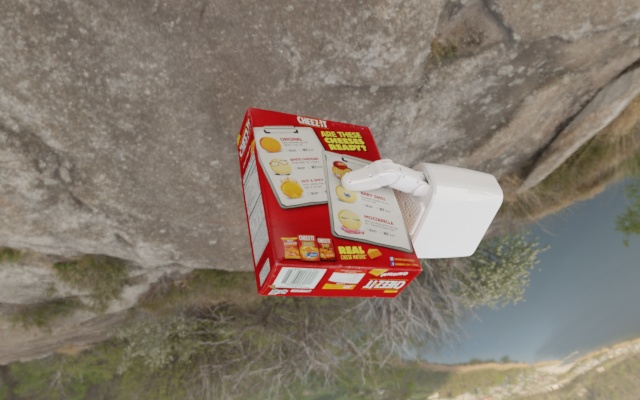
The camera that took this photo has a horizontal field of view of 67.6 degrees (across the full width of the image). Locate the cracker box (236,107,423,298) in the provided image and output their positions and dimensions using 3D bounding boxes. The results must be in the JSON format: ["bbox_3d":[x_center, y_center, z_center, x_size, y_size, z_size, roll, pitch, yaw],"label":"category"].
[{"bbox_3d":[0.000,0.002,0.538,0.164,0.213,0.072,5,-41,-25],"label":"cracker box"}]
